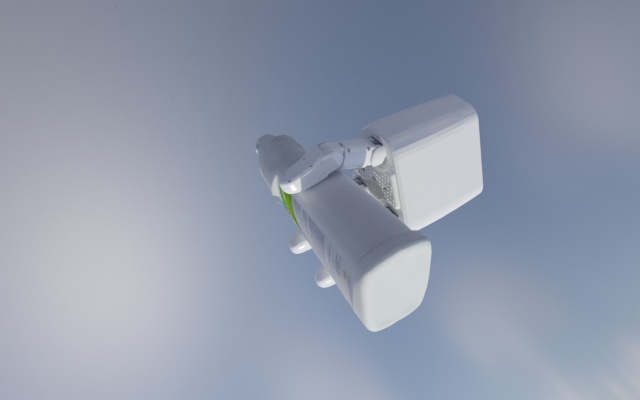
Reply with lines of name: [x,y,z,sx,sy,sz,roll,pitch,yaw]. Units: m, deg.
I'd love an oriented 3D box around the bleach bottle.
bleach bottle: [0.000,0.002,0.462,0.068,0.103,0.250,-25,47,-18]
